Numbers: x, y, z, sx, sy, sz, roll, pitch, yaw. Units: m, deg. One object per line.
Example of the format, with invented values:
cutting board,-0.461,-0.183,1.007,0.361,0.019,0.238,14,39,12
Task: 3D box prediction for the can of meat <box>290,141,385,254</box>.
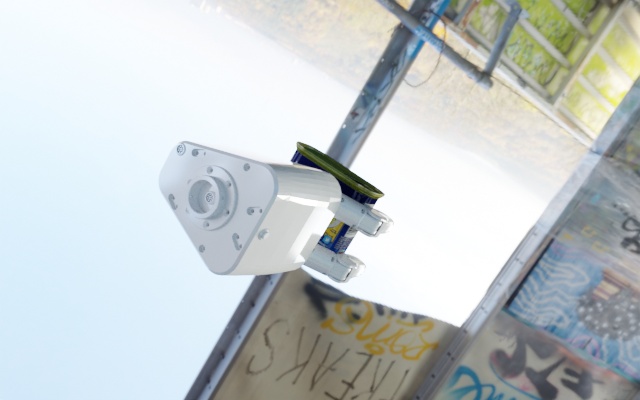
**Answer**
can of meat,0.000,0.002,0.490,0.102,0.084,0.057,35,12,20
